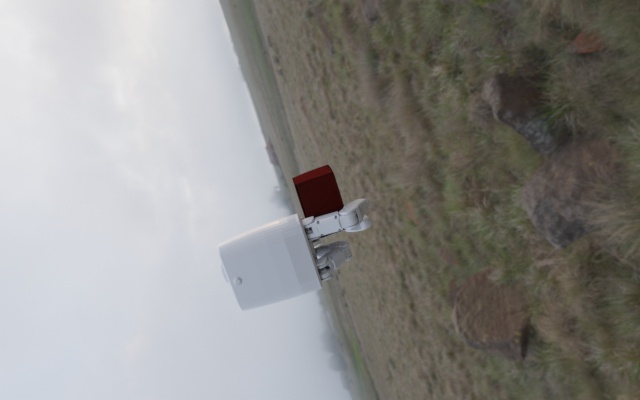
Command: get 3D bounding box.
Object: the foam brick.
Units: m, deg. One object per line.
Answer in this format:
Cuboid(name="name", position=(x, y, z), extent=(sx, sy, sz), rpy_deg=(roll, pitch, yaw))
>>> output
Cuboid(name="foam brick", position=(0.000, 0.002, 0.607), extent=(0.051, 0.078, 0.053), rpy_deg=(-18, 14, -2))
